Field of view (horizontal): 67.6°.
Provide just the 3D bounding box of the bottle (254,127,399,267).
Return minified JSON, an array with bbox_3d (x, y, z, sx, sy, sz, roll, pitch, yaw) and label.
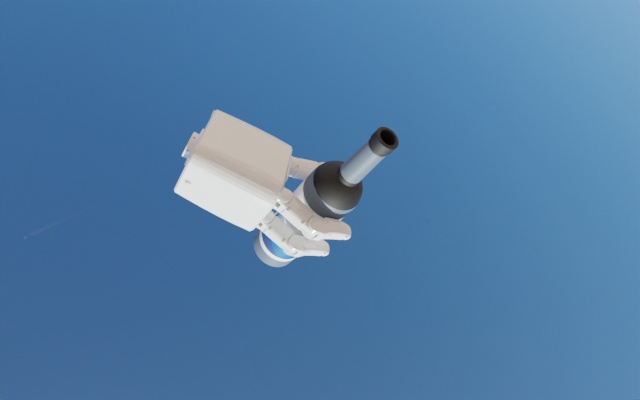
[{"bbox_3d":[0.000,0.002,0.596,0.069,0.069,0.296,0,-27,-31],"label":"bottle"}]
